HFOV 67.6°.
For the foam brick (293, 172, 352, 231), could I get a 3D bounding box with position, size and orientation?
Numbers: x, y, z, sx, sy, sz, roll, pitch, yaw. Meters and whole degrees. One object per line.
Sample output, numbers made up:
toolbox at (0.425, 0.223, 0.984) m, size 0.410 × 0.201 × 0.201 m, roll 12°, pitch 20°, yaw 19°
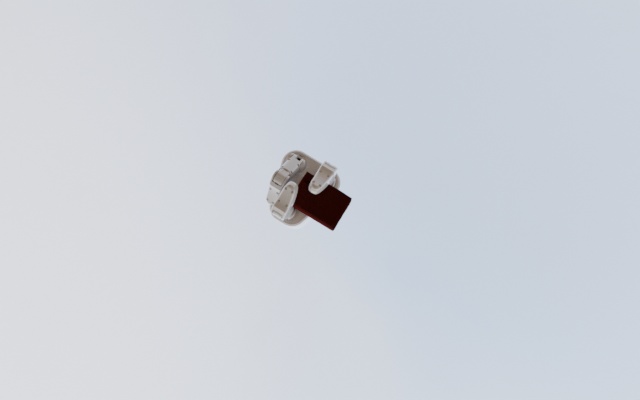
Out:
foam brick at (0.000, 0.002, 0.694) m, size 0.078 × 0.053 × 0.051 m, roll 32°, pitch -6°, yaw 5°
